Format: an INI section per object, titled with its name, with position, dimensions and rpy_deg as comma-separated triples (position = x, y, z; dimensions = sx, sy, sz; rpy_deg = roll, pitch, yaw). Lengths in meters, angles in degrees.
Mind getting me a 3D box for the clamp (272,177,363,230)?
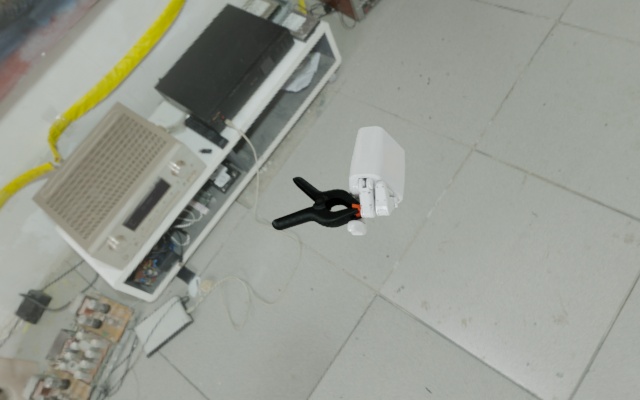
[clamp]
position = 0.000, 0.003, 0.885
dimensions = 0.171, 0.120, 0.039
rpy_deg = 0, -31, 19
